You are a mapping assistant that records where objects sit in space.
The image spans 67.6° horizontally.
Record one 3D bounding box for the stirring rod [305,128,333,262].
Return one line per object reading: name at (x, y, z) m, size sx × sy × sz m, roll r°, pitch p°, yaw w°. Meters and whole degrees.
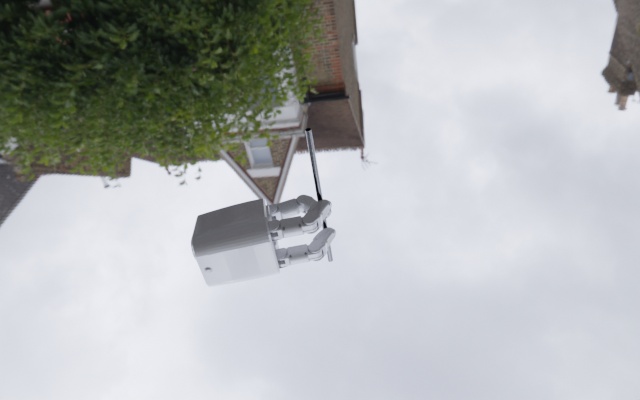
stirring rod at (0.000, 0.002, 0.685) m, size 0.011 × 0.240 × 0.011 m, roll -6°, pitch 39°, yaw 5°
